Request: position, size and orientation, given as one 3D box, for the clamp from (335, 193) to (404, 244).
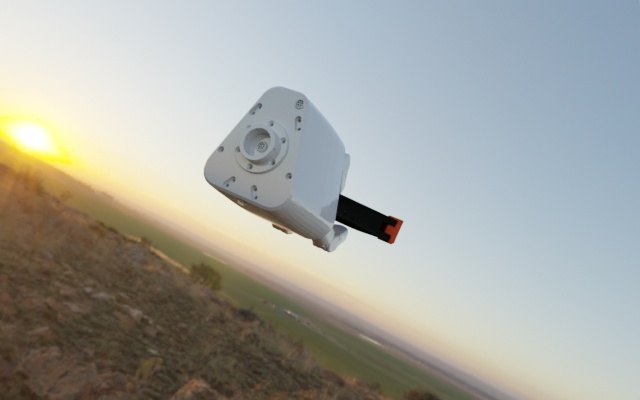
[{"bbox_3d":[0.001,0.001,0.563,0.210,0.036,0.164,23,-4,23],"label":"clamp"}]
